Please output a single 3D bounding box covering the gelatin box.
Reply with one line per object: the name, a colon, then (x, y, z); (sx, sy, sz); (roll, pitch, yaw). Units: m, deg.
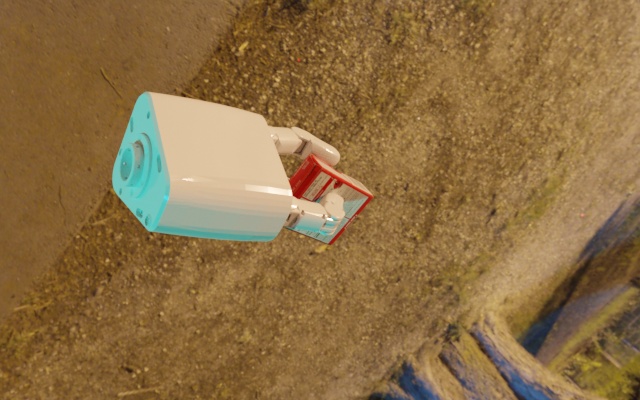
gelatin box: (0.001, 0.002, 0.491); (0.089, 0.073, 0.030); (26, 20, -44)
